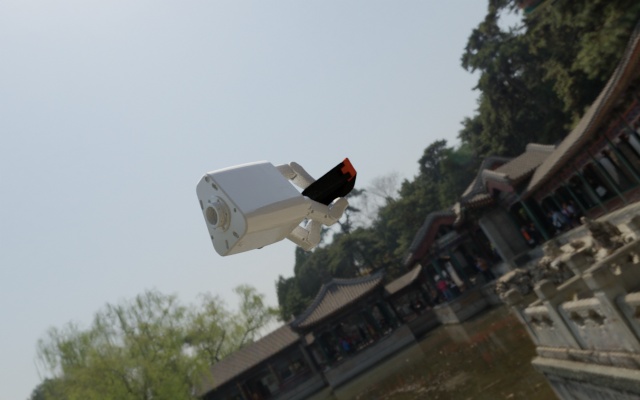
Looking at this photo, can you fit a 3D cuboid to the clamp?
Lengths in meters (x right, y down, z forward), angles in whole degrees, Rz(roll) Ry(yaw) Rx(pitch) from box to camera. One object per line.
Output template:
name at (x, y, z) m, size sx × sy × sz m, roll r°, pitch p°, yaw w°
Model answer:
clamp at (0.000, 0.002, 0.746) m, size 0.164 × 0.036 × 0.210 m, roll -16°, pitch -21°, yaw -46°
